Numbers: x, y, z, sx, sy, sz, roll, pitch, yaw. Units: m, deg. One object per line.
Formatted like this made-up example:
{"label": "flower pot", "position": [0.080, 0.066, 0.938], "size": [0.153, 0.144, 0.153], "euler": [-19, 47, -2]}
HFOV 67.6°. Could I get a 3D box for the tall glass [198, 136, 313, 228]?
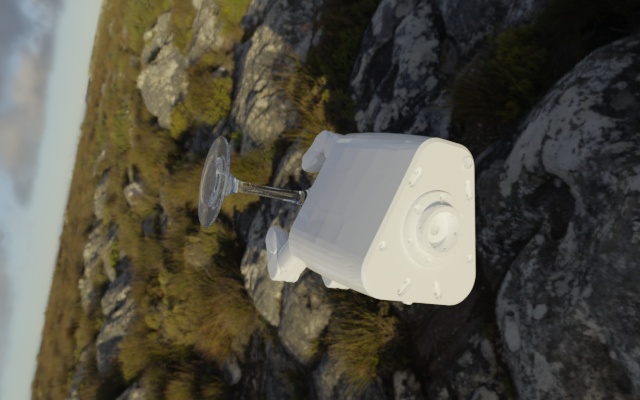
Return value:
{"label": "tall glass", "position": [-0.001, 0.001, 0.428], "size": [0.201, 0.079, 0.079], "euler": [11, -5, -27]}
